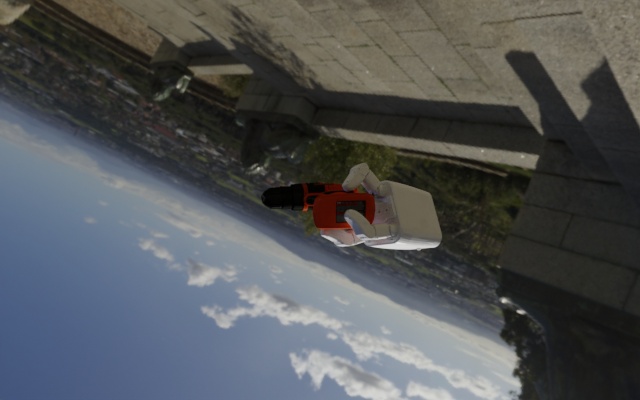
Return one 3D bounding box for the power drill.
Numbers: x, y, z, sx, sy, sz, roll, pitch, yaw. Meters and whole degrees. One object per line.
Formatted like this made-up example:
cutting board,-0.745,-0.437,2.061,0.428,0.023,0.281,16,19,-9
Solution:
power drill,0.001,0.003,0.828,0.184,0.057,0.187,-4,12,-15
